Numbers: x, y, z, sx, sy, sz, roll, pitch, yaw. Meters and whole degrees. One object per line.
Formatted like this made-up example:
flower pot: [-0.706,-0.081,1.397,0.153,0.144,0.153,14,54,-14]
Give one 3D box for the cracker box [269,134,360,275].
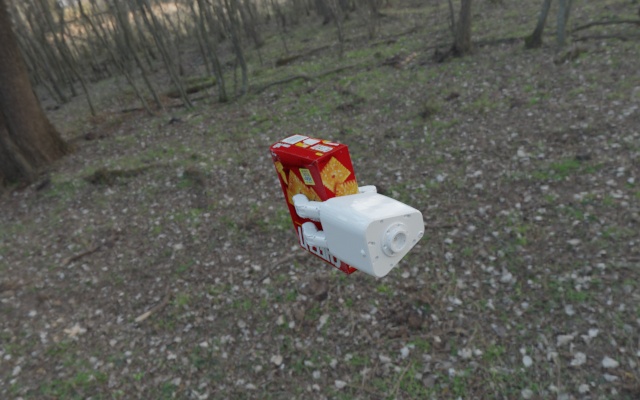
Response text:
cracker box: [0.000,0.002,0.825,0.072,0.214,0.164,-27,26,-25]
